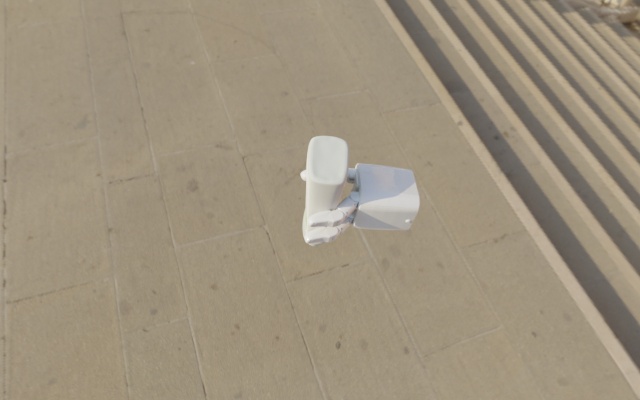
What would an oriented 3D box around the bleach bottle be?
[{"bbox_3d":[0.000,0.003,0.862,0.068,0.102,0.251,6,-34,-3],"label":"bleach bottle"}]
